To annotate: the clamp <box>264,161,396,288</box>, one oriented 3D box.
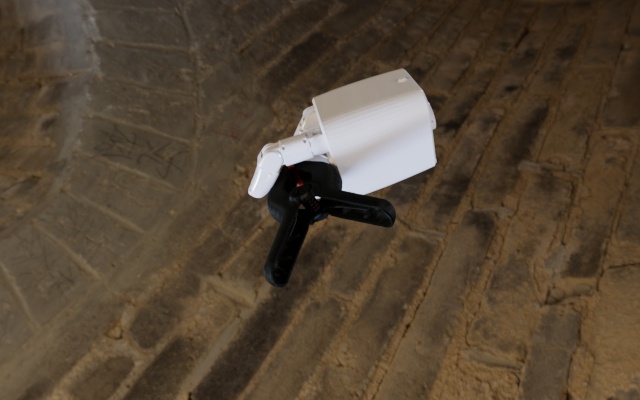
[{"bbox_3d":[0.000,0.002,0.451,0.120,0.039,0.171,-20,34,4],"label":"clamp"}]
